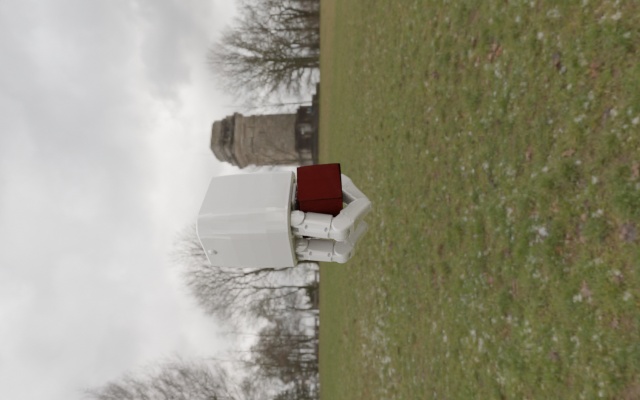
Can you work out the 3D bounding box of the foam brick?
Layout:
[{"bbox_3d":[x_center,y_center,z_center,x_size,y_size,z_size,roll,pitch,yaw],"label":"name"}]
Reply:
[{"bbox_3d":[0.000,0.002,0.562,0.051,0.053,0.078,-3,-38,1],"label":"foam brick"}]
